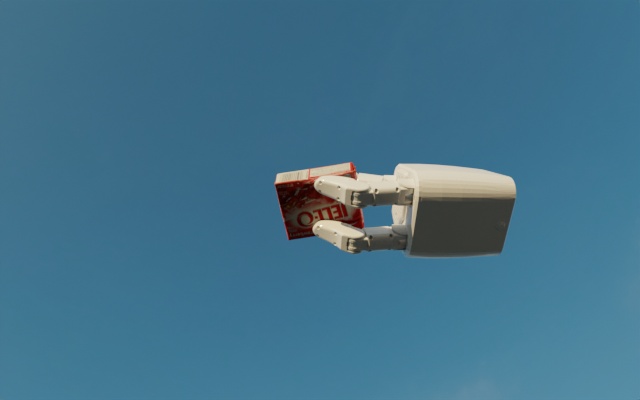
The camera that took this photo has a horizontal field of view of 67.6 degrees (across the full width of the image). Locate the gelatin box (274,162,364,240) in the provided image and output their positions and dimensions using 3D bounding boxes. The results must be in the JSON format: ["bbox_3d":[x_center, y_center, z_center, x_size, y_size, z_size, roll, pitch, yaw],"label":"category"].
[{"bbox_3d":[0.000,0.002,0.532,0.089,0.073,0.030,-8,27,7],"label":"gelatin box"}]
